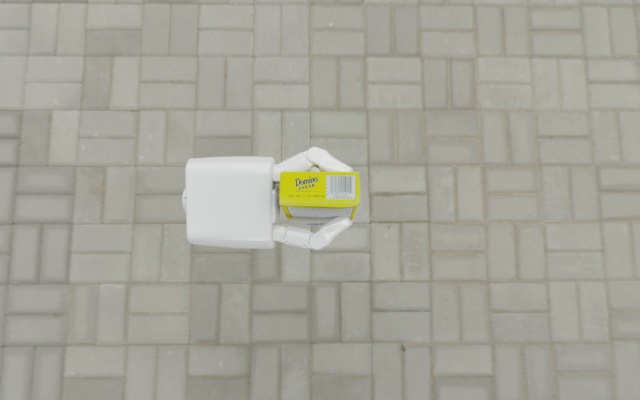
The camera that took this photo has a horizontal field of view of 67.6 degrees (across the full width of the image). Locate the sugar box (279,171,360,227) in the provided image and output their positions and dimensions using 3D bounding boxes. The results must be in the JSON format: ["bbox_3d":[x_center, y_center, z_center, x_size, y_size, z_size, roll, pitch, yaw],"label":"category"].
[{"bbox_3d":[0.000,0.001,0.625,0.093,0.048,0.176,1,-8,0],"label":"sugar box"}]
